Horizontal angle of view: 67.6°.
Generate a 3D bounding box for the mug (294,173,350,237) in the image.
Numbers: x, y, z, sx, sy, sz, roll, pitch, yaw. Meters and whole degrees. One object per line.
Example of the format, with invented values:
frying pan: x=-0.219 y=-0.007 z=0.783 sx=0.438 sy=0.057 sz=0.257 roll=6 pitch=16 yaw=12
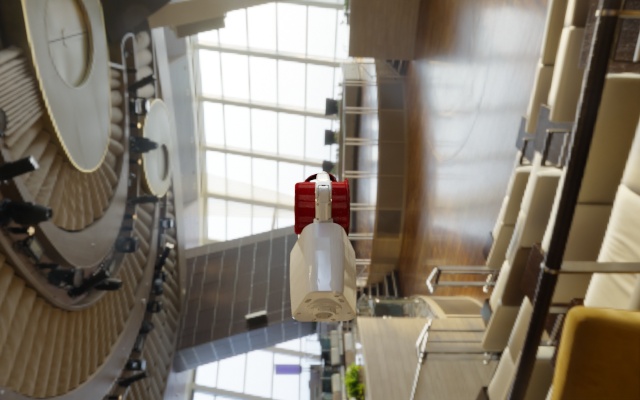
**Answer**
mug: x=0.000 y=0.001 z=0.739 sx=0.081 sy=0.117 sz=0.093 roll=0 pitch=-37 yaw=-3
